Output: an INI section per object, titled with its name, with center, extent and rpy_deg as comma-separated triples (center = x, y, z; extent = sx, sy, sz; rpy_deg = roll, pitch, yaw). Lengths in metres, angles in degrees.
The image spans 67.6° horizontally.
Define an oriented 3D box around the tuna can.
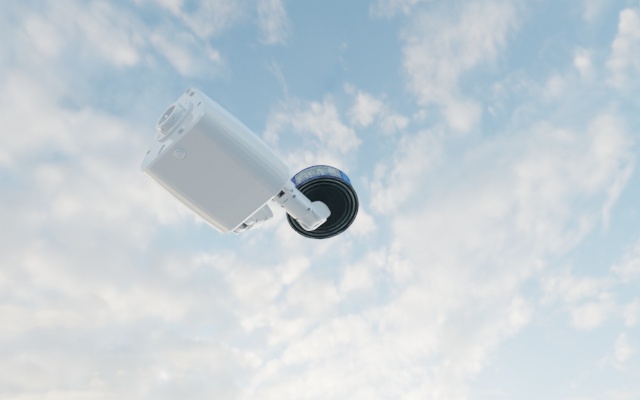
[tuna can]
center = 0.000, 0.002, 0.562
extent = 0.086, 0.086, 0.033
rpy_deg = 0, 32, -11
